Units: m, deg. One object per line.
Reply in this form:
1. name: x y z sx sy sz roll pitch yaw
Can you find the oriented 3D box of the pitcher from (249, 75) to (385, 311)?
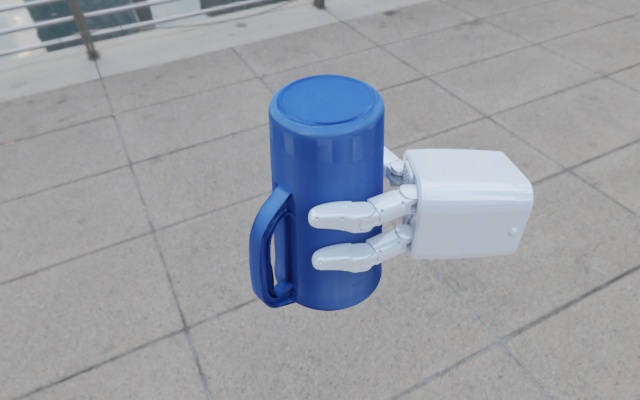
1. pitcher: 0.000 0.002 0.509 0.145 0.243 0.149 1 42 3
